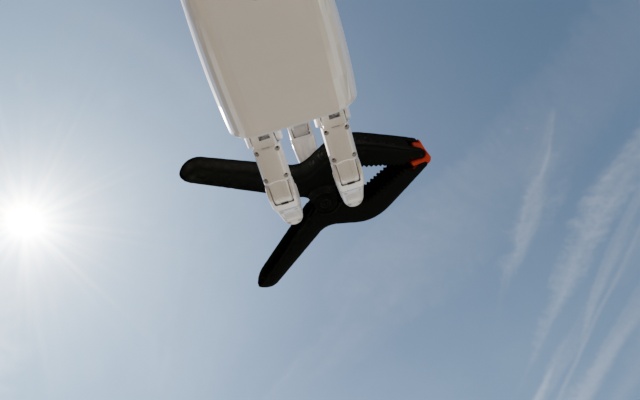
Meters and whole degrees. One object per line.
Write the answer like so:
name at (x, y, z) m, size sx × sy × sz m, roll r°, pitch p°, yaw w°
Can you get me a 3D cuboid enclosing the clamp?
clamp at (0.000, 0.001, 0.445) m, size 0.210 × 0.165 × 0.036 m, roll -17°, pitch 40°, yaw 1°
